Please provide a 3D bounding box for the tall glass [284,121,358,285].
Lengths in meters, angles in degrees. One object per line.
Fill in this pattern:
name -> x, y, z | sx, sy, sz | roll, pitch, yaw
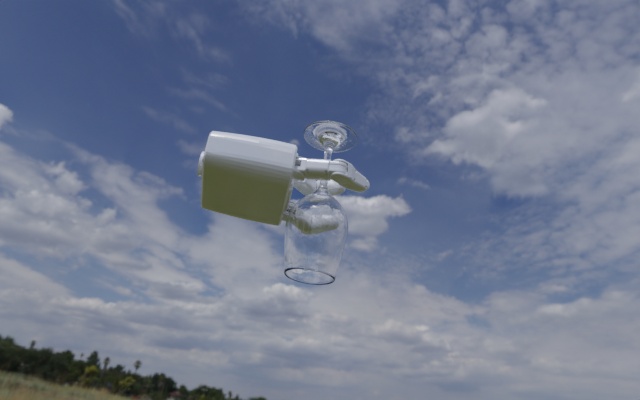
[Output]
tall glass -> 0.000, 0.001, 0.608 | 0.079, 0.201, 0.079 | 7, -25, 3
